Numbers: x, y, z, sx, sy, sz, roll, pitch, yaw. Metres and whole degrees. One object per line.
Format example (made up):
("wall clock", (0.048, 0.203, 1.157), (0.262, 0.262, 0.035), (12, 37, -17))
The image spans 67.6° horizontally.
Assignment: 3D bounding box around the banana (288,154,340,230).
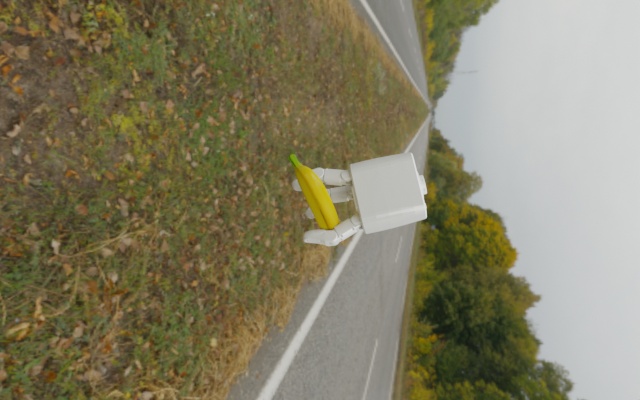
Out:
("banana", (0.003, 0.011, 0.788), (0.037, 0.198, 0.069), (-23, 38, 2))
